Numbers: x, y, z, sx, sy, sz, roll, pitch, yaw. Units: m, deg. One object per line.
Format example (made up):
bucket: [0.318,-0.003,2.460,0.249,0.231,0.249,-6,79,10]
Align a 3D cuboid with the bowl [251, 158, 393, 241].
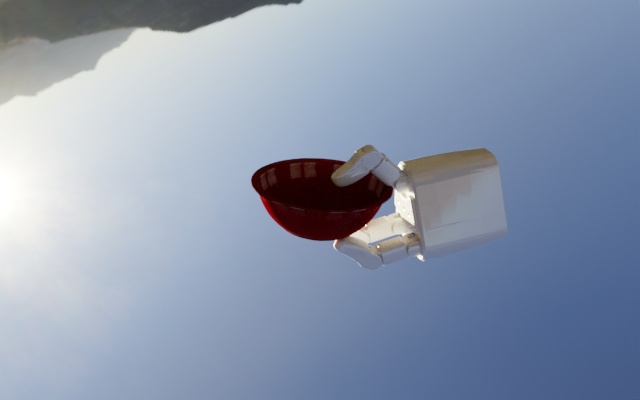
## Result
bowl: [-0.001,0.002,0.554,0.162,0.055,0.162,4,24,-2]
